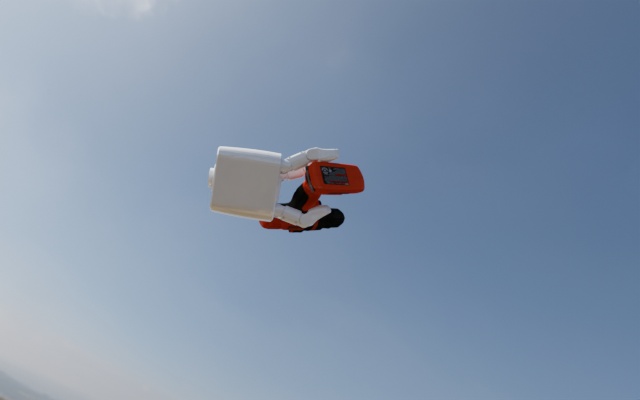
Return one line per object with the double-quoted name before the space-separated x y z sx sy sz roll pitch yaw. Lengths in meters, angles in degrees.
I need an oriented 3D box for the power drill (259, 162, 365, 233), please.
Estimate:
"power drill" 0.000 0.003 0.876 0.184 0.057 0.188 0 -29 -33
